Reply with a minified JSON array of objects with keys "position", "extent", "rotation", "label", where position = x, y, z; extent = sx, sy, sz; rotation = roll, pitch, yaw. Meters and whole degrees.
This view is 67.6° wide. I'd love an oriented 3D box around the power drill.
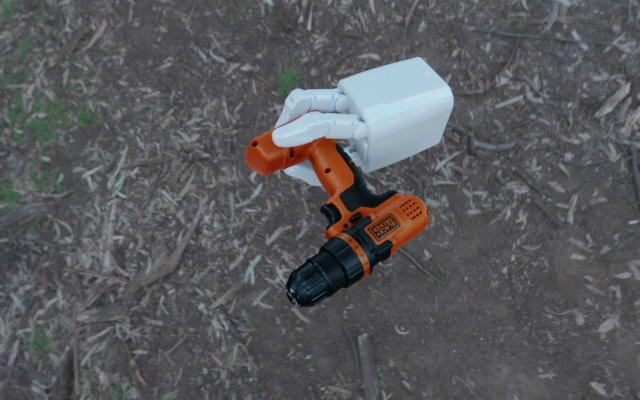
[{"position":[0.000,0.001,0.519],"extent":[0.184,0.187,0.057],"rotation":[-31,-17,-27],"label":"power drill"}]
